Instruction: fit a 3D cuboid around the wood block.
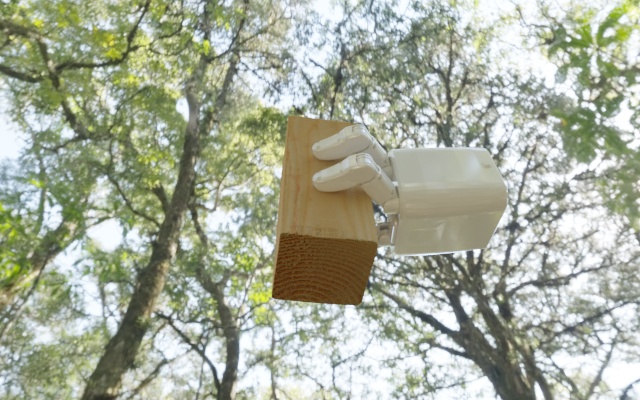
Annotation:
[{"bbox_3d":[0.000,0.002,0.517,0.090,0.091,0.206,6,38,-6],"label":"wood block"}]
